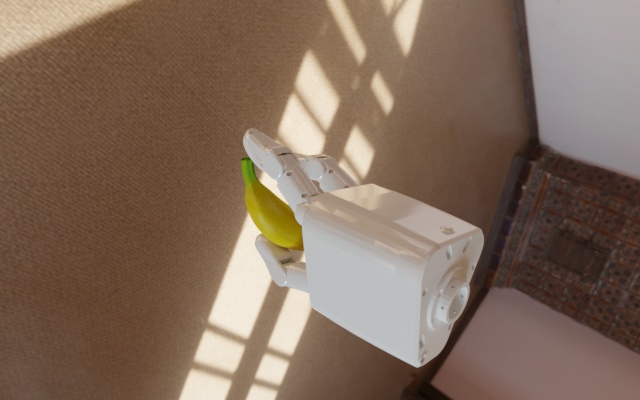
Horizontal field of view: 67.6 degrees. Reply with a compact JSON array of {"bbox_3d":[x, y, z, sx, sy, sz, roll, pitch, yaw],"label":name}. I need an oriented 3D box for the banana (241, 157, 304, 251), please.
[{"bbox_3d":[-0.008,0.018,0.478,0.037,0.069,0.198,18,-2,40],"label":"banana"}]
